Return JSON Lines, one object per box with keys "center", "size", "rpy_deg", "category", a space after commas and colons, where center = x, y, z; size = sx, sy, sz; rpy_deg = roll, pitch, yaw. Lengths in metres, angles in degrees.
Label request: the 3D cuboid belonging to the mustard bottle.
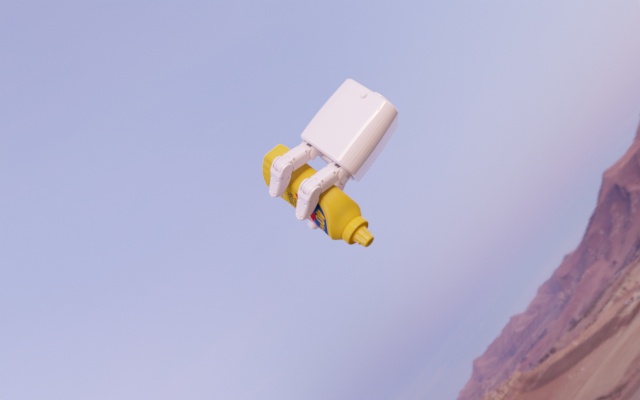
{"center": [0.000, 0.002, 0.679], "size": [0.191, 0.058, 0.096], "rpy_deg": [38, -23, 27], "category": "mustard bottle"}
